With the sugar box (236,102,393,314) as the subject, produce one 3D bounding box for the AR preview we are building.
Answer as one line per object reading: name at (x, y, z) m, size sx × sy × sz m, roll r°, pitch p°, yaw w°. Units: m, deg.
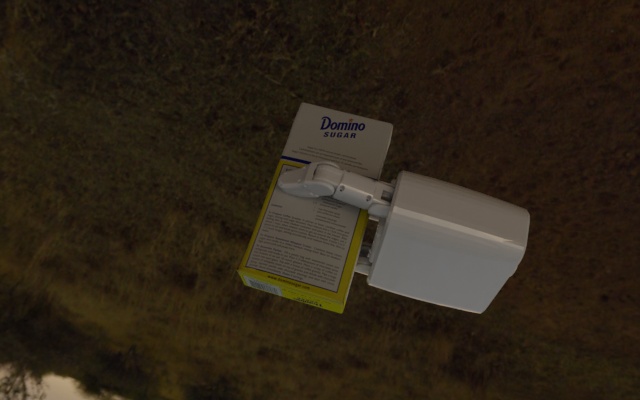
sugar box at (0.000, 0.002, 0.431) m, size 0.093 × 0.176 × 0.048 m, roll 16°, pitch -26°, yaw 8°
